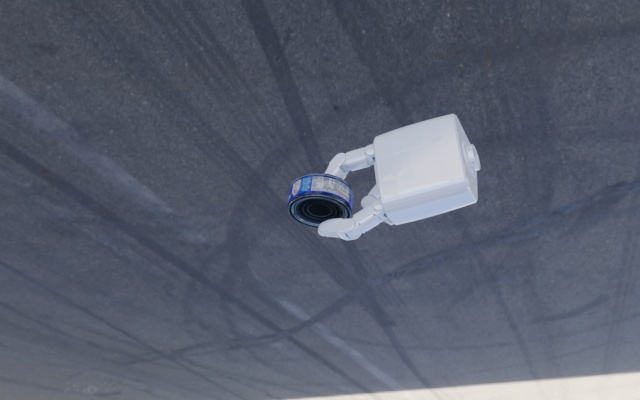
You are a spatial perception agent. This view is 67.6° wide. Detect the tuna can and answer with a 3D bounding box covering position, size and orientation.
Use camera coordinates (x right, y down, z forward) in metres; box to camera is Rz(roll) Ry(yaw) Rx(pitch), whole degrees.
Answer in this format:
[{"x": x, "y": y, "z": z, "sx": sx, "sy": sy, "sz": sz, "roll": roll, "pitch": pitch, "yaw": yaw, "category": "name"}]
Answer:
[{"x": 0.000, "y": 0.003, "z": 0.628, "sx": 0.086, "sy": 0.033, "sz": 0.086, "roll": 5, "pitch": -33, "yaw": 3, "category": "tuna can"}]
